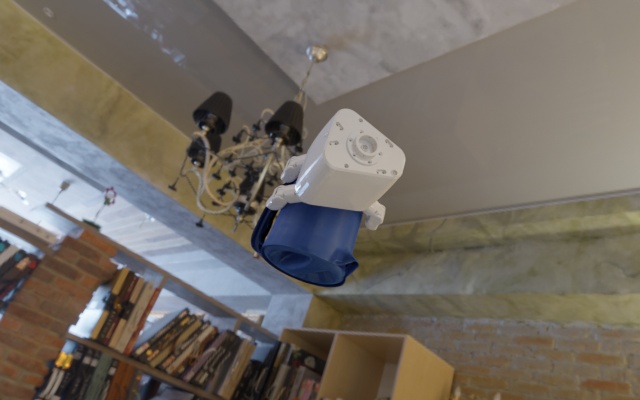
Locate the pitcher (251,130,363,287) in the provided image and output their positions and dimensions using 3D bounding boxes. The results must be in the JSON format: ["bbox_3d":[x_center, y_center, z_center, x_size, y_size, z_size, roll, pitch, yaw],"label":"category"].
[{"bbox_3d":[0.000,0.002,0.756,0.149,0.242,0.145,26,-28,-9],"label":"pitcher"}]
